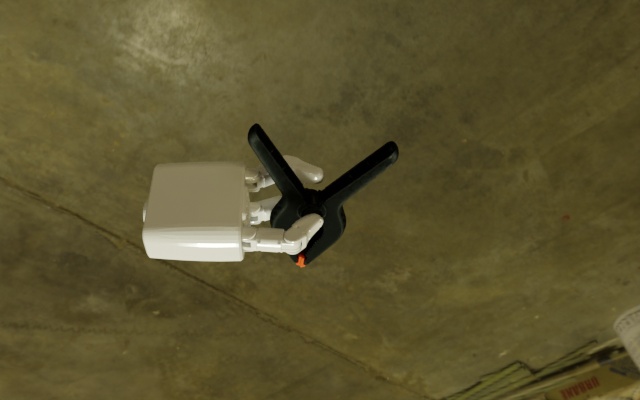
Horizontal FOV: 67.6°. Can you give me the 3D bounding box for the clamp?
[{"bbox_3d":[0.000,0.003,0.572,0.164,0.210,0.036,2,42,-2],"label":"clamp"}]
